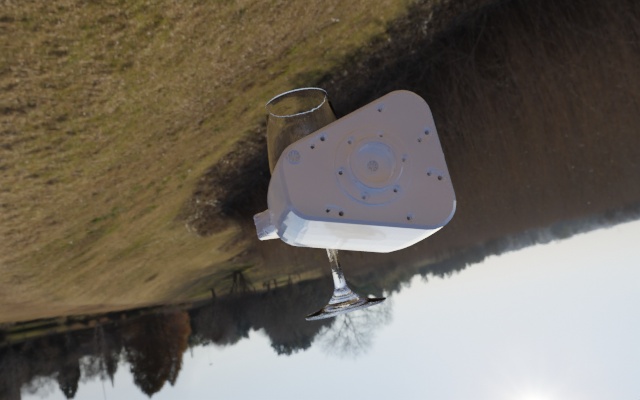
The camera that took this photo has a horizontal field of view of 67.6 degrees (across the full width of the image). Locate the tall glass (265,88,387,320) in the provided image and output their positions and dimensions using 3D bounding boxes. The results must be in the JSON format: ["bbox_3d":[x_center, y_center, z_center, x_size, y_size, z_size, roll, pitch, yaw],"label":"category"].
[{"bbox_3d":[0.000,0.002,0.441,0.079,0.201,0.079,-13,-9,-2],"label":"tall glass"}]
